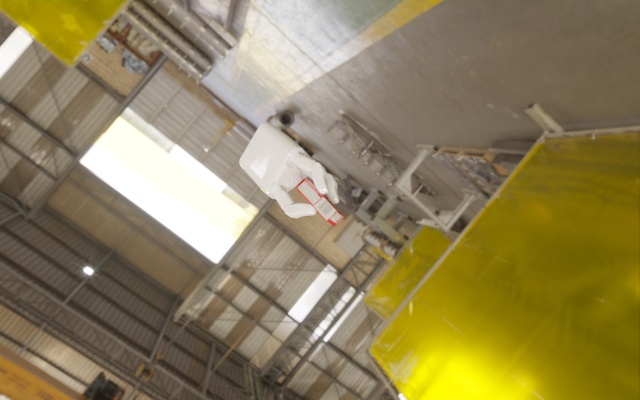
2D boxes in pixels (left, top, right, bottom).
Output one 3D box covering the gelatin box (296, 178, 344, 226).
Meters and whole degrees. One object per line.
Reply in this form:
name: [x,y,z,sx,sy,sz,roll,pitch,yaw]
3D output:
gelatin box: [0.000,0.003,0.890,0.030,0.089,0.073,-43,-17,2]
